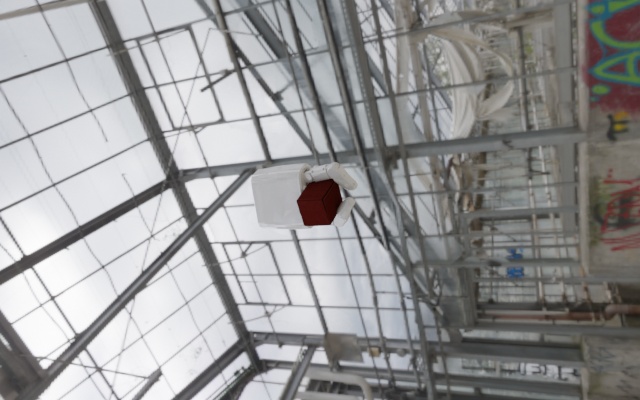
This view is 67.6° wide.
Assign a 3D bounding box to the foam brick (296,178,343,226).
[{"bbox_3d":[0.000,0.003,0.829,0.051,0.053,0.078,-3,29,24],"label":"foam brick"}]
